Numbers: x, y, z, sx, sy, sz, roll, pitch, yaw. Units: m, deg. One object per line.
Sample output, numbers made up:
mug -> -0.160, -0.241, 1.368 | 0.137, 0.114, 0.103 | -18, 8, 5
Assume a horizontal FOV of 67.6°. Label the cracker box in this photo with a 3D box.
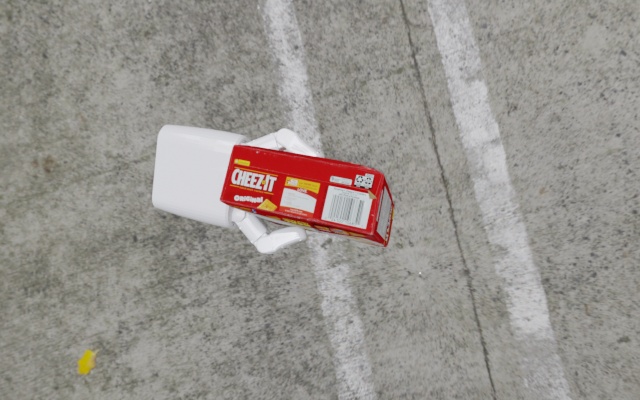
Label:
cracker box -> 0.000, 0.002, 0.574 | 0.164, 0.072, 0.214 | 11, -6, 13
